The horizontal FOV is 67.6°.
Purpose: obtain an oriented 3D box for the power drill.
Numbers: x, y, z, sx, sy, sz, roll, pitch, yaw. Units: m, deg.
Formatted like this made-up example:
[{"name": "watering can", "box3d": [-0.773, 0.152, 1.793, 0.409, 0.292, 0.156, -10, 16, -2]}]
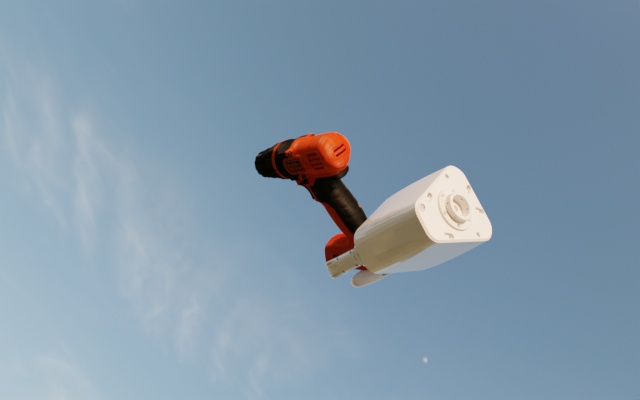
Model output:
[{"name": "power drill", "box3d": [0.001, 0.002, 0.633, 0.057, 0.188, 0.184, -41, 21, -28]}]
